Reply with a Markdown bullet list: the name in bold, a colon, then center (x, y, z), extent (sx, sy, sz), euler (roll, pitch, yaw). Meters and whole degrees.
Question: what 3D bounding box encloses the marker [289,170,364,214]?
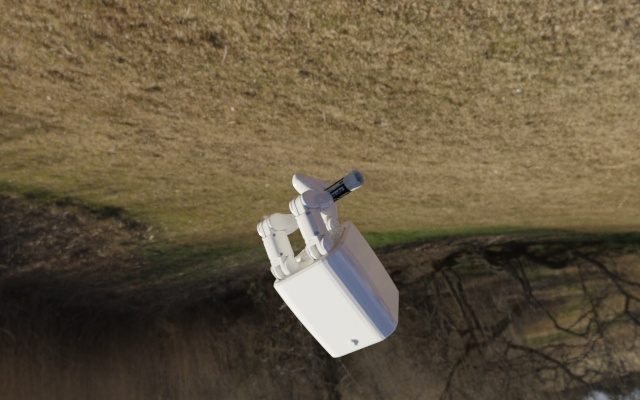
- **marker**: center (0.000, 0.002, 0.553), extent (0.121, 0.020, 0.020), euler (-33, -20, 34)
